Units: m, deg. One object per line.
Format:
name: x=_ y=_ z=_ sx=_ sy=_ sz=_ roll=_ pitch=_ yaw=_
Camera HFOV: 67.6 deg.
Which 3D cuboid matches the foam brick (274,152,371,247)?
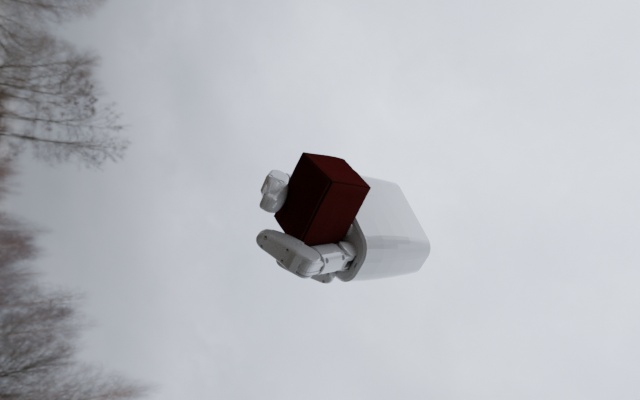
foam brick: x=0.000 y=0.001 z=0.451 sx=0.051 sy=0.078 sz=0.053 roll=4 pitch=34 yaw=-38
